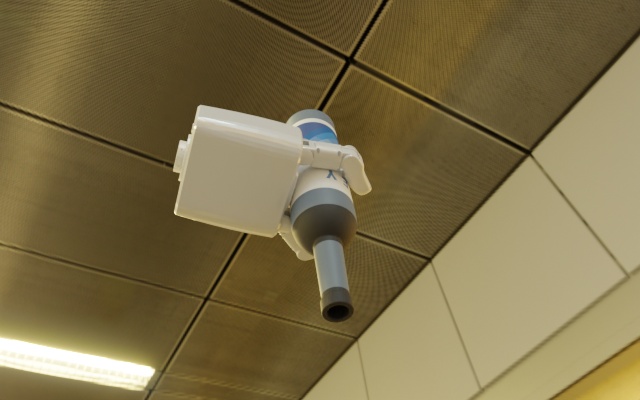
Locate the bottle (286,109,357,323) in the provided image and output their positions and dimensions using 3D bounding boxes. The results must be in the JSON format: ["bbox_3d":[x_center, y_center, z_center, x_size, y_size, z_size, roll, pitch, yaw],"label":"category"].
[{"bbox_3d":[0.000,0.002,0.508,0.069,0.069,0.295,0,38,-7],"label":"bottle"}]
